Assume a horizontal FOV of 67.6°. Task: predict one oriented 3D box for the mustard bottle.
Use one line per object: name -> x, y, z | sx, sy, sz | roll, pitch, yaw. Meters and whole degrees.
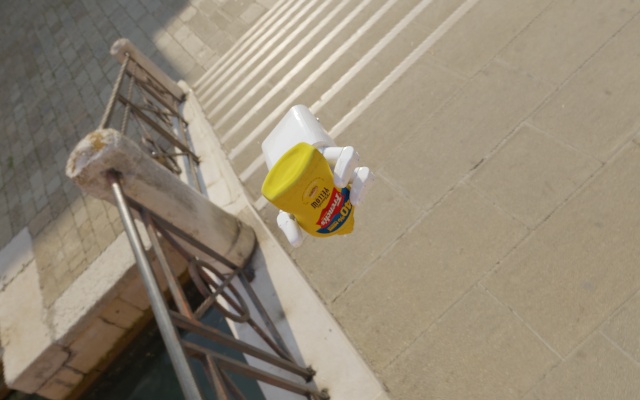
mustard bottle -> 0.000, 0.002, 0.708 | 0.058, 0.096, 0.192 | 32, -8, 41
